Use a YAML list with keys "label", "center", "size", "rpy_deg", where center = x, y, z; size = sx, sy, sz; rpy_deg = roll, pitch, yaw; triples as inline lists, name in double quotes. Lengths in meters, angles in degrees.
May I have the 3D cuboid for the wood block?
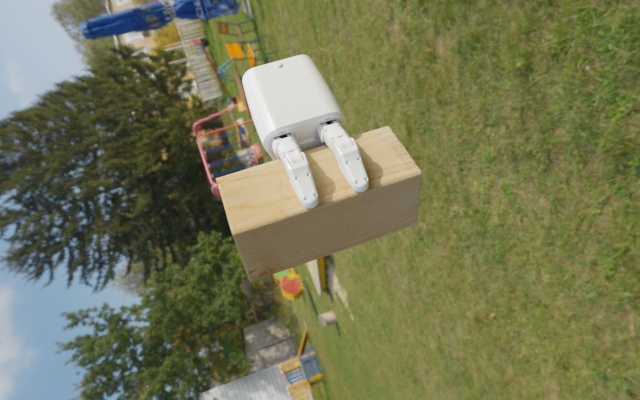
- label: "wood block"
  center: [0.000, 0.002, 0.543]
  size: [0.206, 0.090, 0.091]
  rpy_deg: [-18, -41, -9]
